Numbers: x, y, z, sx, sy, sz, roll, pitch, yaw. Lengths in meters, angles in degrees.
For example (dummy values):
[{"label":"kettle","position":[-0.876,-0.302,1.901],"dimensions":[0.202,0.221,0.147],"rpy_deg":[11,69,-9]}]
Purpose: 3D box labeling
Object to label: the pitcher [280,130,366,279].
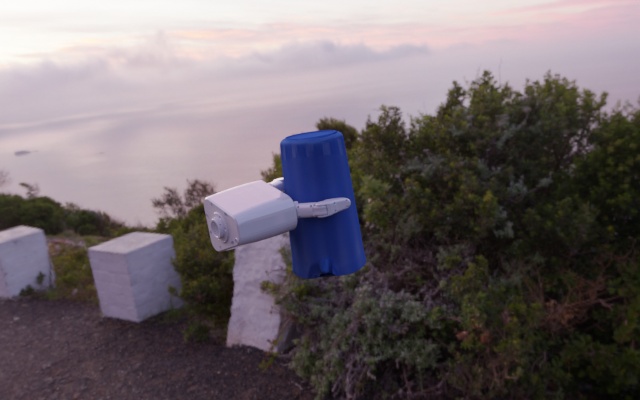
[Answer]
[{"label":"pitcher","position":[0.000,0.003,0.840],"dimensions":[0.145,0.243,0.149],"rpy_deg":[-19,18,-37]}]
